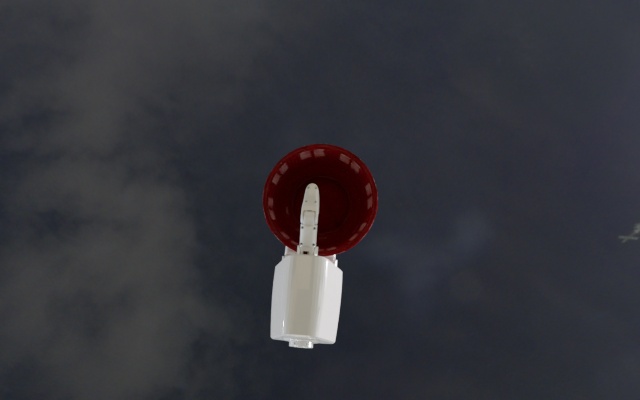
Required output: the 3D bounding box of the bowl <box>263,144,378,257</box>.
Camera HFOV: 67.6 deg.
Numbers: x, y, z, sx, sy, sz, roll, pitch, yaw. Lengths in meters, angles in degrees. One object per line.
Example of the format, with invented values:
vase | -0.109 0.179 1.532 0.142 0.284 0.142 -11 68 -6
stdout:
bowl | 0.001 0.001 0.694 0.162 0.162 0.055 0 -9 2
